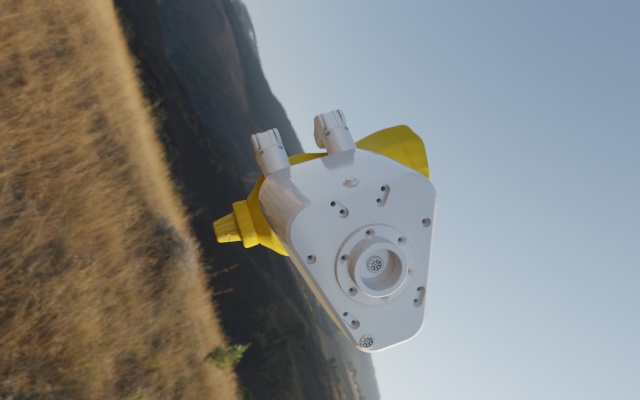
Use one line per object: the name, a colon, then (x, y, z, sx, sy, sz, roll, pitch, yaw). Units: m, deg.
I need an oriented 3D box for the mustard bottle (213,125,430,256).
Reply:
mustard bottle: (0.000, 0.001, 0.427, 0.191, 0.096, 0.058, -17, 39, -10)
